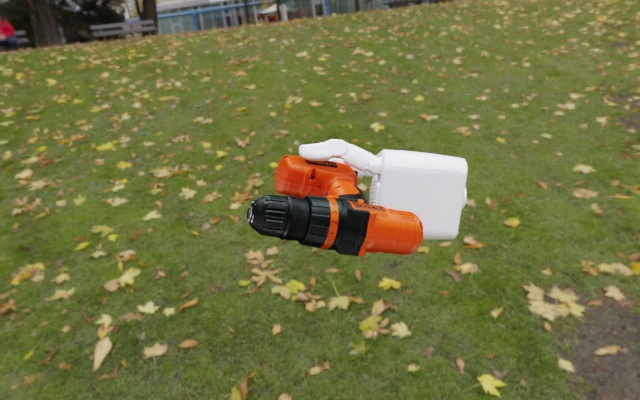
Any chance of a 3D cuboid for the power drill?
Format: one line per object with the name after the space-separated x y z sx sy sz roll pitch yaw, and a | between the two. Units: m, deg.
0.000 0.002 0.540 0.184 0.057 0.187 10 19 -19 | power drill
